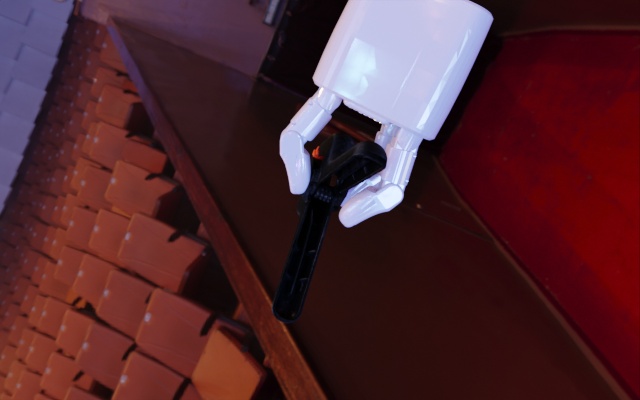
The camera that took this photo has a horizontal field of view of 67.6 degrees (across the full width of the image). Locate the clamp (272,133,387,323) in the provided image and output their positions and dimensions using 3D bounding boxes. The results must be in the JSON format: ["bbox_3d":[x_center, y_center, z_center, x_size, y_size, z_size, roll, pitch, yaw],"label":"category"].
[{"bbox_3d":[-0.001,0.001,0.440,0.036,0.164,0.210,25,16,-10],"label":"clamp"}]
